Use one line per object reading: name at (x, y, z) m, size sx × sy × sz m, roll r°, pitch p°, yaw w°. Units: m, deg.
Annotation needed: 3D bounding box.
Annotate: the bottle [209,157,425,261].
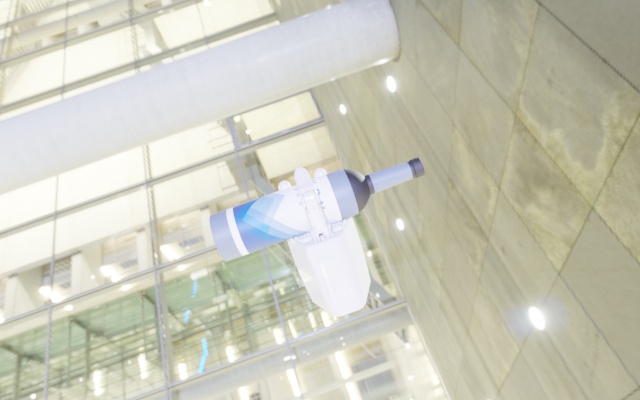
bottle at (0.000, 0.002, 0.653) m, size 0.296 × 0.069 × 0.069 m, roll -20°, pitch 1°, yaw -2°
